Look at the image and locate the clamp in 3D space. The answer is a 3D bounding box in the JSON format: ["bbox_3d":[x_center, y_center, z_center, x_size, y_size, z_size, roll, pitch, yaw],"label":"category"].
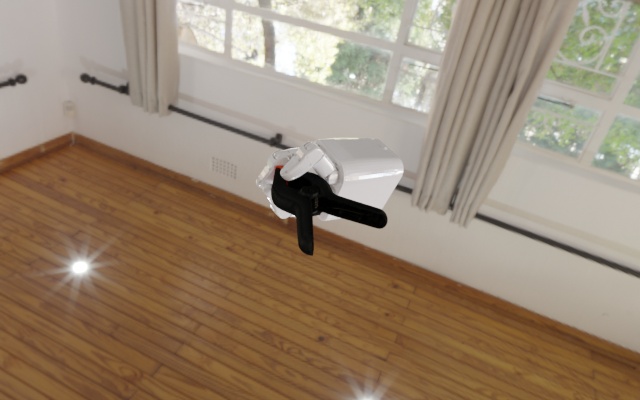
[{"bbox_3d":[0.000,0.002,0.602,0.120,0.039,0.171,-7,36,-27],"label":"clamp"}]
